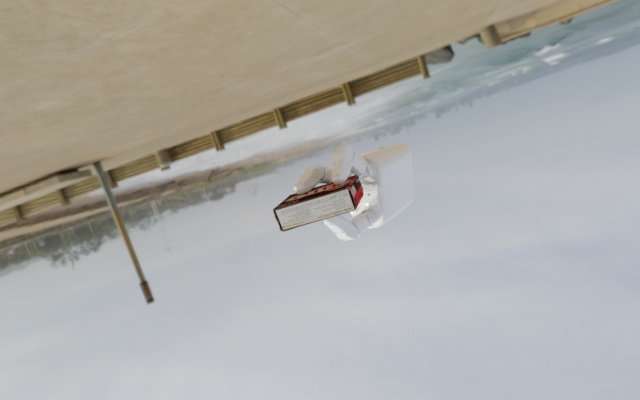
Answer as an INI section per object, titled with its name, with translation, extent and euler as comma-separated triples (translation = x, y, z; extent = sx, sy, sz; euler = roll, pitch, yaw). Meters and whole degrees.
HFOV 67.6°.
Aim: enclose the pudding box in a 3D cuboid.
[pudding box]
translation = 0.000, 0.002, 0.673
extent = 0.113, 0.039, 0.090
euler = -19, 8, 15
